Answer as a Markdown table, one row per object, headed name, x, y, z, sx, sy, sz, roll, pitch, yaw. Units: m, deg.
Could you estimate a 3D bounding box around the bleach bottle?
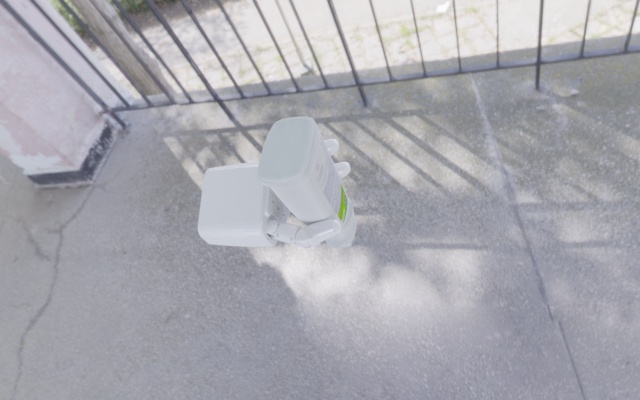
| name | x | y | z | sx | sy | sz | roll | pitch | yaw |
| --- | --- | --- | --- | --- | --- | --- | --- | --- | --- |
| bleach bottle | 0.000 | 0.002 | 0.659 | 0.068 | 0.102 | 0.251 | -2 | -33 | 21 |
